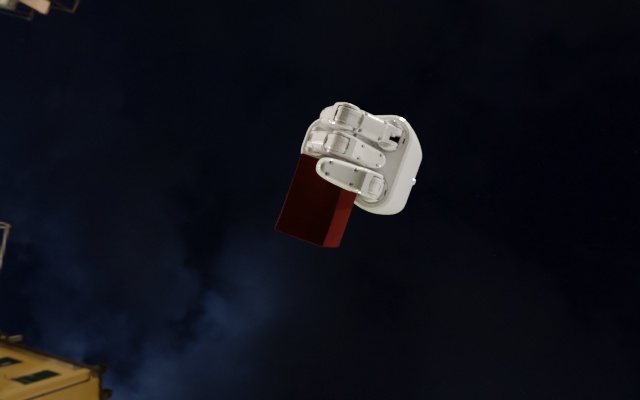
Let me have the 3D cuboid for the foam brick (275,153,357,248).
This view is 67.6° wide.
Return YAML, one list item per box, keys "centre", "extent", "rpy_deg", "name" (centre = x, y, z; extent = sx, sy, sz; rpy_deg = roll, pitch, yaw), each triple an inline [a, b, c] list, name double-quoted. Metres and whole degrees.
- centre: [0.000, 0.002, 0.460]
  extent: [0.053, 0.078, 0.051]
  rpy_deg: [21, 1, 20]
  name: "foam brick"
